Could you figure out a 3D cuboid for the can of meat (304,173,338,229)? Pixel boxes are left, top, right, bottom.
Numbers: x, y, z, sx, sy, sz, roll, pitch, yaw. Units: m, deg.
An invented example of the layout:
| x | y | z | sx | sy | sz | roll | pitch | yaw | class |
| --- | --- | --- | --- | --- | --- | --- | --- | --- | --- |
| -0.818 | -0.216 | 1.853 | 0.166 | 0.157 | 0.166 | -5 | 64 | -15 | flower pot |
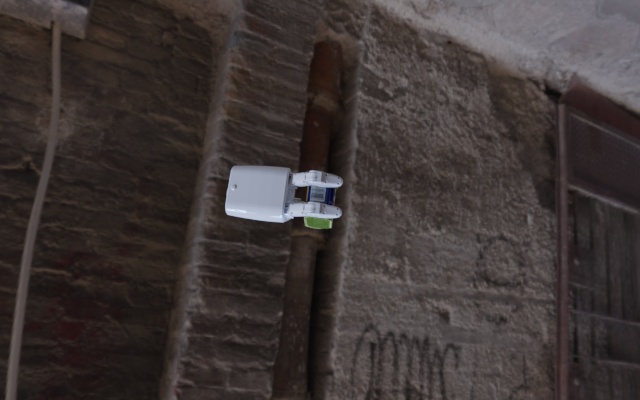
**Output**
| x | y | z | sx | sy | sz | roll | pitch | yaw | class |
| --- | --- | --- | --- | --- | --- | --- | --- | --- | --- |
| 0.000 | 0.003 | 0.883 | 0.057 | 0.084 | 0.102 | 6 | -14 | 2 | can of meat |
